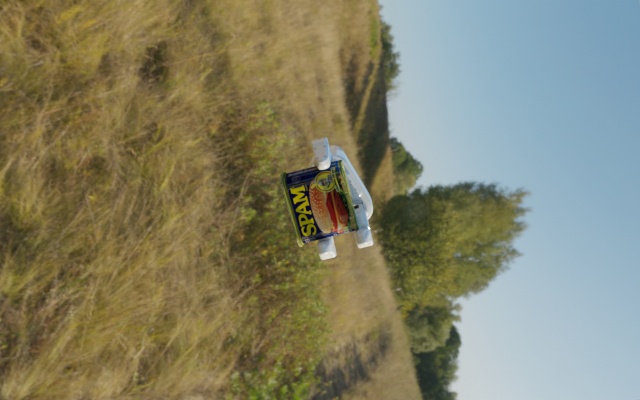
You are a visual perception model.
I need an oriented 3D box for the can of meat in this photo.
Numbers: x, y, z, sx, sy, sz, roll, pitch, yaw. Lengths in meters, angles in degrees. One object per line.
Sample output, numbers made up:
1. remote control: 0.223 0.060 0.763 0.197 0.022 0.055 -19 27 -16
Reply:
1. can of meat: 0.000 0.002 0.643 0.084 0.102 0.057 -14 13 5
